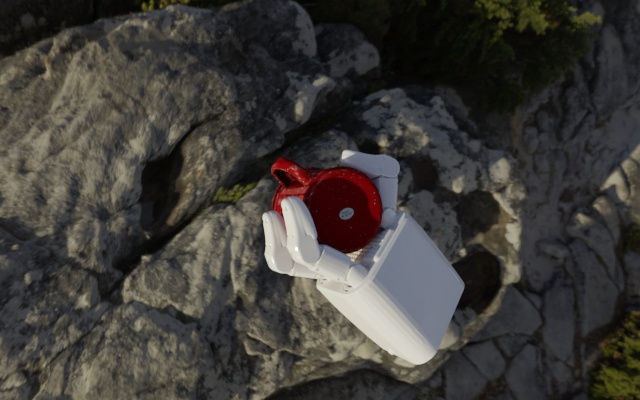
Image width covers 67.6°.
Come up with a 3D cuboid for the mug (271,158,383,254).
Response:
[{"bbox_3d":[-0.001,0.000,0.467,0.117,0.093,0.081,47,-18,-16],"label":"mug"}]
